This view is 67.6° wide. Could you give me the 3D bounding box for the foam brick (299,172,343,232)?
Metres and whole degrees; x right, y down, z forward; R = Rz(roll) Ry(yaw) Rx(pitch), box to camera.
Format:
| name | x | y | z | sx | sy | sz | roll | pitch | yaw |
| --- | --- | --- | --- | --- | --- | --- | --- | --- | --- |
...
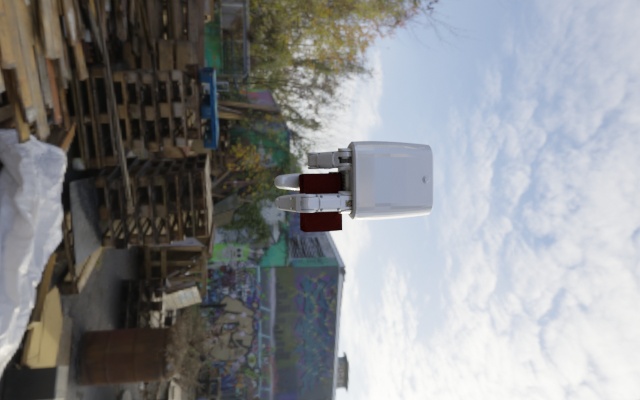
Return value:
| name | x | y | z | sx | sy | sz | roll | pitch | yaw |
| --- | --- | --- | --- | --- | --- | --- | --- | --- | --- |
| foam brick | 0.000 | 0.002 | 0.632 | 0.051 | 0.078 | 0.053 | -1 | 2 | -9 |
